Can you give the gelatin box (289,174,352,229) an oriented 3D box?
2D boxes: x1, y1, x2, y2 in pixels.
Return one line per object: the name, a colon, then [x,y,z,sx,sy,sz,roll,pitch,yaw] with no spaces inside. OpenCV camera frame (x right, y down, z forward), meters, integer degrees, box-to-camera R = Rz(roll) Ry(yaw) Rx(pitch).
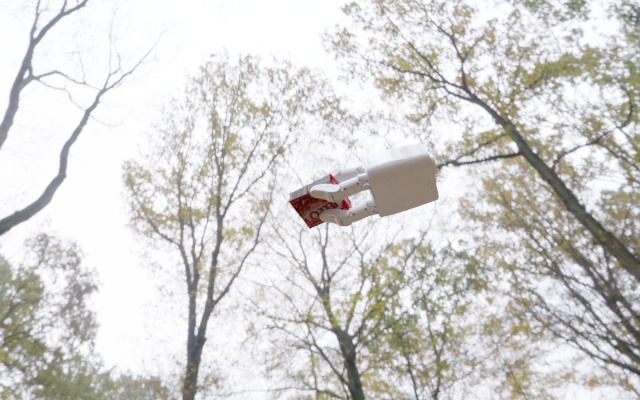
gelatin box: [0.000,0.003,0.839,0.089,0.073,0.030,-24,34,19]
